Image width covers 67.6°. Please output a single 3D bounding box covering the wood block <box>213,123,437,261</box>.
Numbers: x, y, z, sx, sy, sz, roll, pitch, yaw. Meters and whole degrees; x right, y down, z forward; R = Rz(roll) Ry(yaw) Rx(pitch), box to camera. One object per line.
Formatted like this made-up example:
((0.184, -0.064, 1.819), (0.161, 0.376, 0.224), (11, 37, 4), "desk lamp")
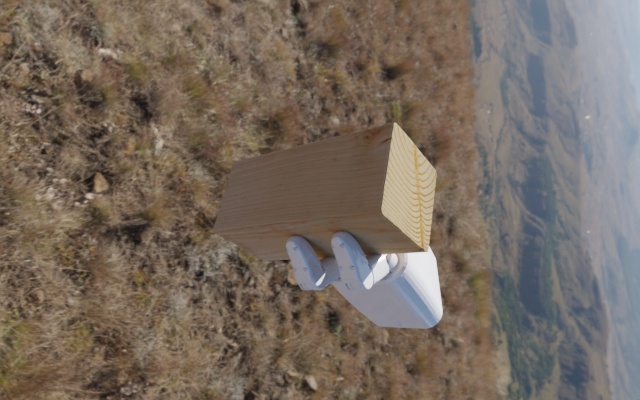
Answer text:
((0.000, 0.001, 0.486), (0.206, 0.090, 0.090), (-9, -32, 37), "wood block")
